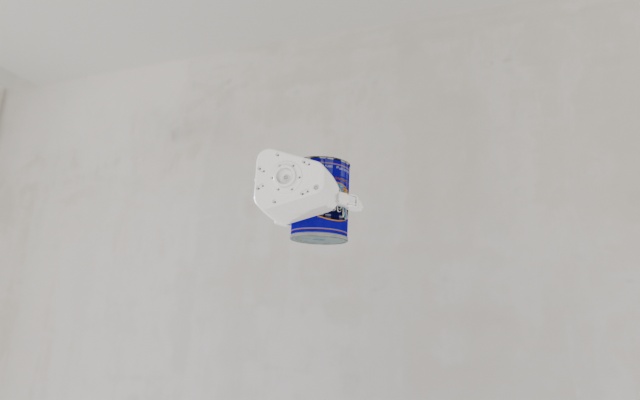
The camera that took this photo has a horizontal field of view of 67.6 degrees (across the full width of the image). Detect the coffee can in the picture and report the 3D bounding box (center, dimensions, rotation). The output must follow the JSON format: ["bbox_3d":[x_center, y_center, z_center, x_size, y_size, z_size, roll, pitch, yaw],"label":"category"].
[{"bbox_3d":[0.000,0.003,0.855,0.103,0.140,0.103,2,-13,1],"label":"coffee can"}]
